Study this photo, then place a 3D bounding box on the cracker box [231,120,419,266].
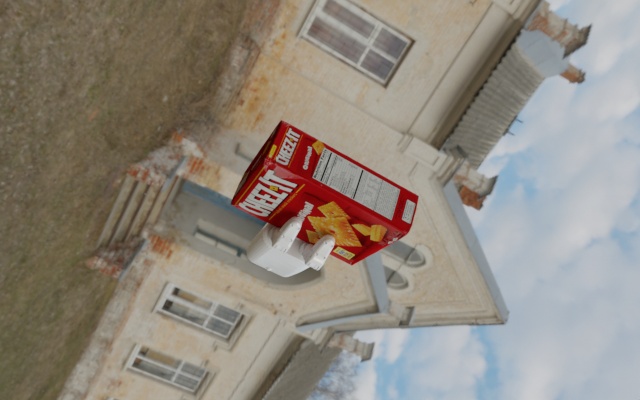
[{"bbox_3d":[0.000,0.002,0.667,0.214,0.072,0.164,27,-31,-14],"label":"cracker box"}]
